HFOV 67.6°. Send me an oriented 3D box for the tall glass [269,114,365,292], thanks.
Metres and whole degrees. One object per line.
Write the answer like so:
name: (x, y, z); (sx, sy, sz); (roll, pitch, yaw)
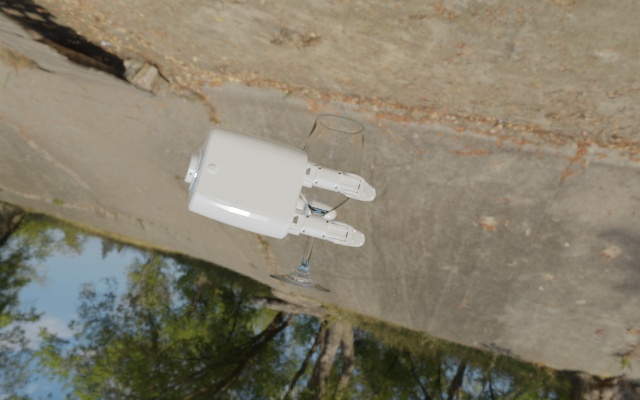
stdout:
tall glass: (0.000, 0.003, 0.572); (0.079, 0.201, 0.079); (14, -6, 2)
